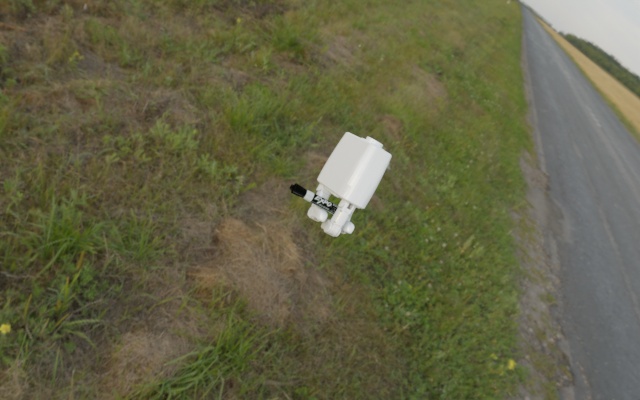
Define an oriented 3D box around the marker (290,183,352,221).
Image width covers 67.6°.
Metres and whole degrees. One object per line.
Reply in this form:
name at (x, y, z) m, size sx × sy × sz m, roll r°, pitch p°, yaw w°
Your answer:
marker at (0.000, 0.003, 0.829) m, size 0.121 × 0.020 × 0.020 m, roll 28°, pitch -10°, yaw -19°
